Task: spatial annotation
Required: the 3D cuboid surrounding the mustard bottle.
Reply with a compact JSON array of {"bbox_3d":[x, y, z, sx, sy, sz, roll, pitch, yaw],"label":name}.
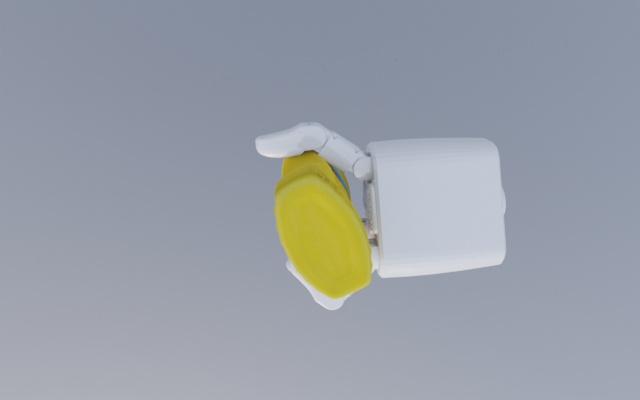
[{"bbox_3d":[0.000,0.002,0.418,0.058,0.096,0.191,-28,15,6],"label":"mustard bottle"}]
